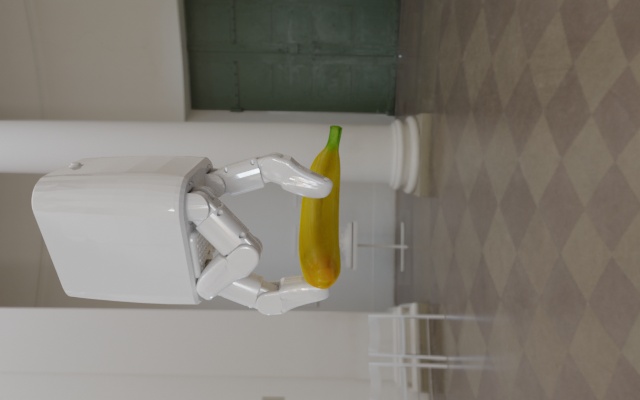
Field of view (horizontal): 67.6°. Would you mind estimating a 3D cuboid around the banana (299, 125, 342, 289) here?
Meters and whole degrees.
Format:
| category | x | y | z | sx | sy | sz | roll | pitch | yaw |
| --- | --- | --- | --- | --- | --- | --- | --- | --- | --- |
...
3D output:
| category | x | y | z | sx | sy | sz | roll | pitch | yaw |
| --- | --- | --- | --- | --- | --- | --- | --- | --- | --- |
| banana | 0.000 | 0.013 | 0.424 | 0.037 | 0.070 | 0.197 | 2 | 42 | 0 |
